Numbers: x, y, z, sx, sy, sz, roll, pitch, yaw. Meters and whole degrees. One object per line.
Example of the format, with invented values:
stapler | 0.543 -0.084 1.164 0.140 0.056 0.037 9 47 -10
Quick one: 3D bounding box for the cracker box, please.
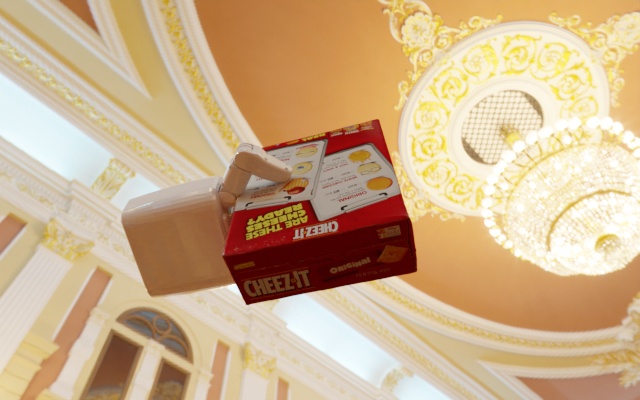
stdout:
cracker box | 0.000 0.001 0.502 0.164 0.072 0.213 -13 31 7
